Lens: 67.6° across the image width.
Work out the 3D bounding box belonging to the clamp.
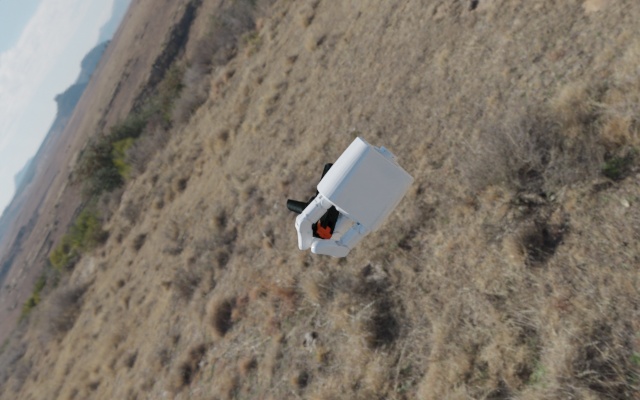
[{"bbox_3d":[0.000,0.003,0.831,0.039,0.120,0.171,32,12,-30],"label":"clamp"}]
